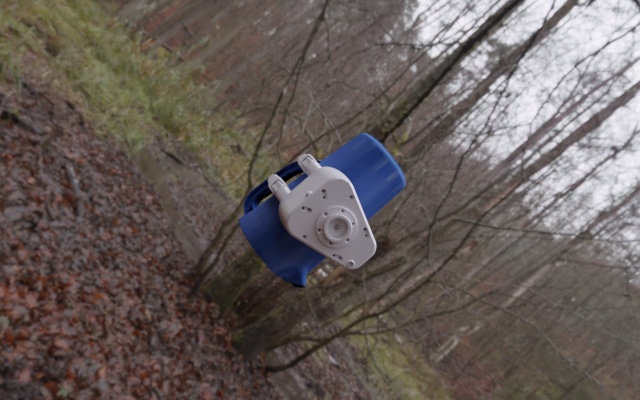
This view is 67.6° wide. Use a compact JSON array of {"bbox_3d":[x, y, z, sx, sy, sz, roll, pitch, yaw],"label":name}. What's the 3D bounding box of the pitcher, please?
[{"bbox_3d":[0.000,0.002,0.736,0.243,0.149,0.145,-39,11,0],"label":"pitcher"}]
